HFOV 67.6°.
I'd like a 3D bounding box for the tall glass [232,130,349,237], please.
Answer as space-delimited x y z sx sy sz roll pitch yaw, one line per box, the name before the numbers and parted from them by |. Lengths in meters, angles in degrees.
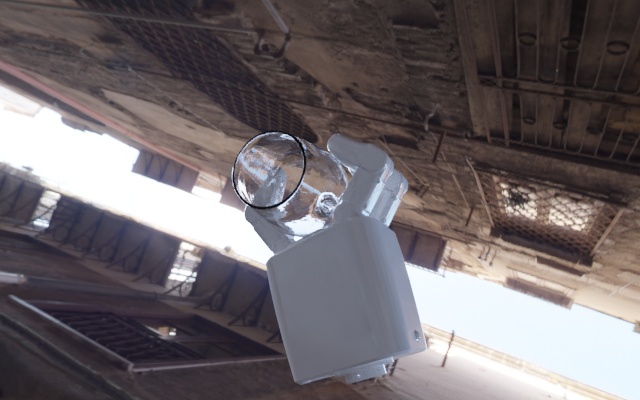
tall glass | 0.000 0.001 0.439 0.079 0.079 0.201 0 -15 24
